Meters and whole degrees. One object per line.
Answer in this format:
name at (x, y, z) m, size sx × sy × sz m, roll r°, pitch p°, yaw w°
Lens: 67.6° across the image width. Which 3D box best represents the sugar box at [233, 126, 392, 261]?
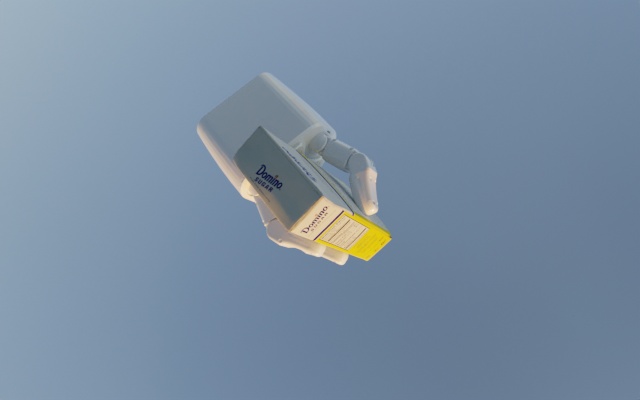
sugar box at (0.000, 0.002, 0.452) m, size 0.093 × 0.048 × 0.176 m, roll 49°, pitch 12°, yaw 28°
